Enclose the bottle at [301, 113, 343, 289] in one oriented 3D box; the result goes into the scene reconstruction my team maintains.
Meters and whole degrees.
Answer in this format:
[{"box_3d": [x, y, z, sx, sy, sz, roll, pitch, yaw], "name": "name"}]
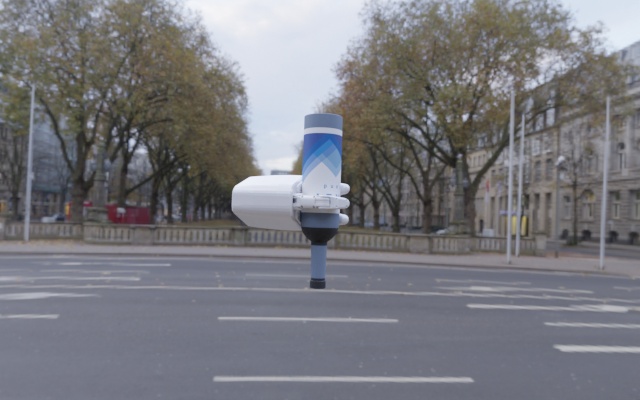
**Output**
[{"box_3d": [0.000, 0.002, 0.822, 0.069, 0.295, 0.069, 2, -2, 0], "name": "bottle"}]
